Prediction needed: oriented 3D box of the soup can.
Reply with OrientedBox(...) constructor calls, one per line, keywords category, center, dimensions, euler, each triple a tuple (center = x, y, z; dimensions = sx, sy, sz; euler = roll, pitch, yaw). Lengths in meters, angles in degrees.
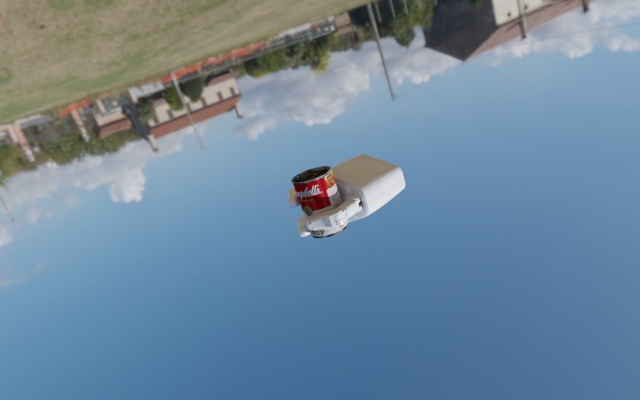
OrientedBox(category="soup can", center=(0.000, 0.003, 0.788), dimensions=(0.068, 0.102, 0.068), euler=(-17, 18, 6))
